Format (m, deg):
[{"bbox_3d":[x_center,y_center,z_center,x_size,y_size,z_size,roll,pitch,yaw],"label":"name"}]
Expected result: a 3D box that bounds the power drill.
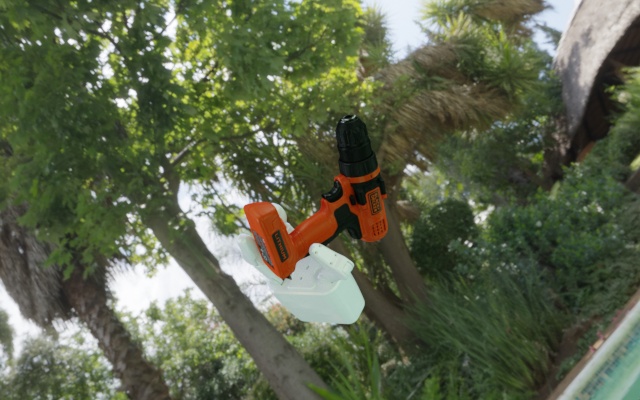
[{"bbox_3d":[0.000,0.002,0.615,0.187,0.184,0.057,-26,28,-20],"label":"power drill"}]
